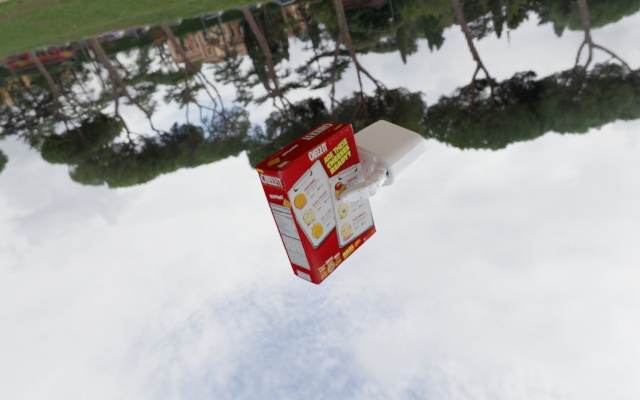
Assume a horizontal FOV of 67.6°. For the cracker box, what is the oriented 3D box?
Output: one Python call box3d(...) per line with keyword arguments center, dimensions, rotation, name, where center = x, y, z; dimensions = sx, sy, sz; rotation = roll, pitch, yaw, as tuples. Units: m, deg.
box3d(center=(0.000, 0.003, 0.785), dimensions=(0.072, 0.214, 0.164), rotation=(13, 40, 44), name="cracker box")
